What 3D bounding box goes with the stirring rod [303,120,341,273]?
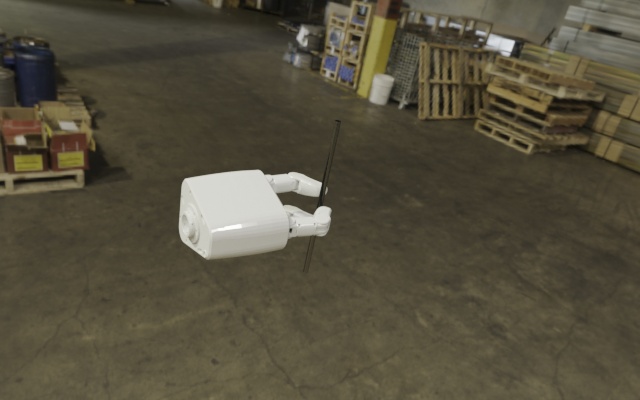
[{"bbox_3d":[0.000,0.002,0.675,0.011,0.240,0.011,10,26,-5],"label":"stirring rod"}]
